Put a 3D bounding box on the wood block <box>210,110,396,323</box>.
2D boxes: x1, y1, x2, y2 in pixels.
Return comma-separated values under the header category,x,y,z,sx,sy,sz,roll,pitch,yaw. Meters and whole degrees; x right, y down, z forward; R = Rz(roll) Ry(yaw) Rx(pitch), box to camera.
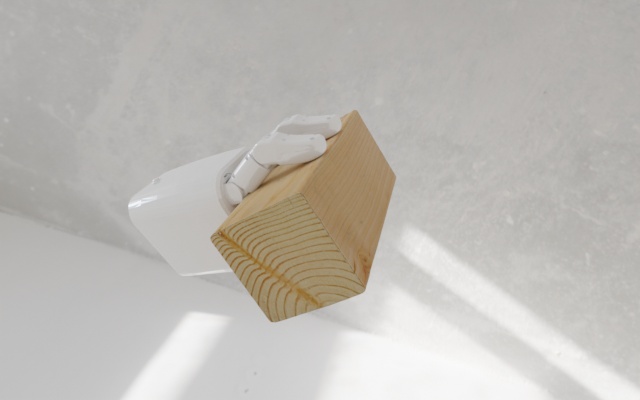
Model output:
category,x,y,z,sx,sy,sz,roll,pitch,yaw
wood block,0.000,0.002,0.437,0.090,0.091,0.206,-25,17,25
